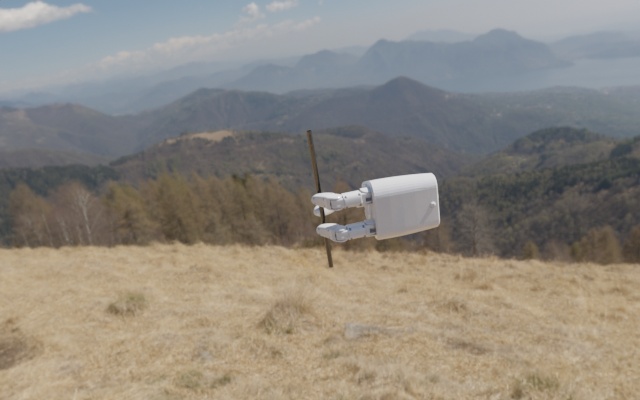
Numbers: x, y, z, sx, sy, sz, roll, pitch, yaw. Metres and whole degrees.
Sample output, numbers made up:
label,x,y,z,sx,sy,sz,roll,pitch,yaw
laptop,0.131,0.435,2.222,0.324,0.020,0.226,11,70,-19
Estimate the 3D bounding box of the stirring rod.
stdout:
label,x,y,z,sx,sy,sz,roll,pitch,yaw
stirring rod,0.000,0.003,0.791,0.011,0.240,0.011,-8,19,3
